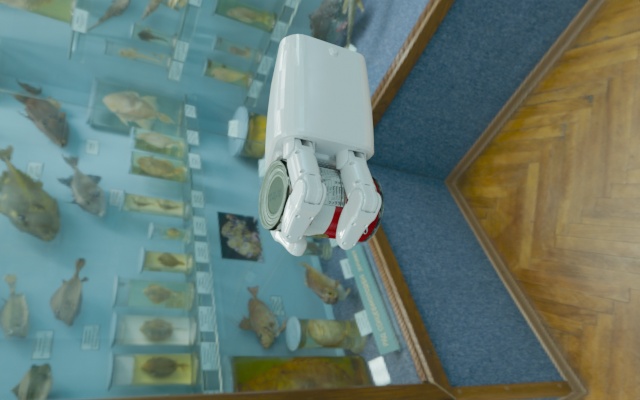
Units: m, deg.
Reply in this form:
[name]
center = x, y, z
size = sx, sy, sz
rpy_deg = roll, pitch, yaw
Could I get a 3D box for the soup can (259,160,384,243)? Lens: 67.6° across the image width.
[soup can]
center = 0.000, 0.002, 0.458
size = 0.102, 0.068, 0.068
rpy_deg = 9, -4, -28
